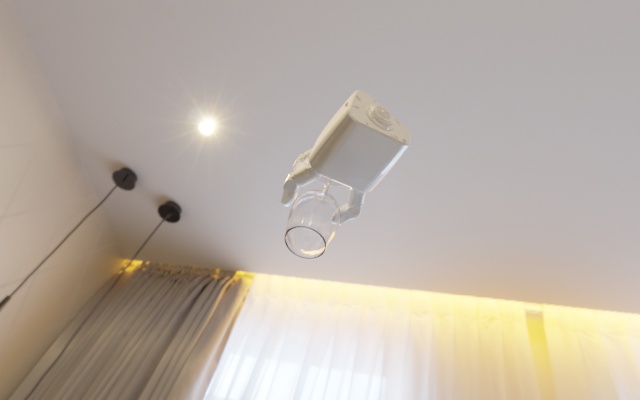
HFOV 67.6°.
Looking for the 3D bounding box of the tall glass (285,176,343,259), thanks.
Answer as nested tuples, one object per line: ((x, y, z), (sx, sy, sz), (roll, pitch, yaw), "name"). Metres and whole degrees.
((0.000, 0.002, 0.759), (0.079, 0.079, 0.201), (0, 36, 16), "tall glass")
